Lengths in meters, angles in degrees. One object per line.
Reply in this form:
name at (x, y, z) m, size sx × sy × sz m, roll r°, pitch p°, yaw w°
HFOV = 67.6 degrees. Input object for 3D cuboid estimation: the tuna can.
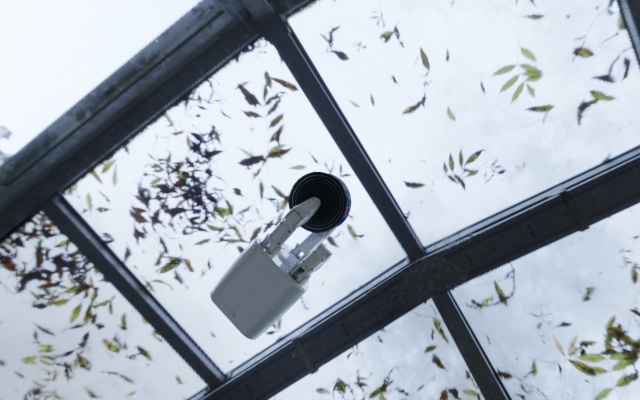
tuna can at (0.000, 0.002, 0.676) m, size 0.086 × 0.086 × 0.034 m, roll 0°, pitch 1°, yaw 18°
